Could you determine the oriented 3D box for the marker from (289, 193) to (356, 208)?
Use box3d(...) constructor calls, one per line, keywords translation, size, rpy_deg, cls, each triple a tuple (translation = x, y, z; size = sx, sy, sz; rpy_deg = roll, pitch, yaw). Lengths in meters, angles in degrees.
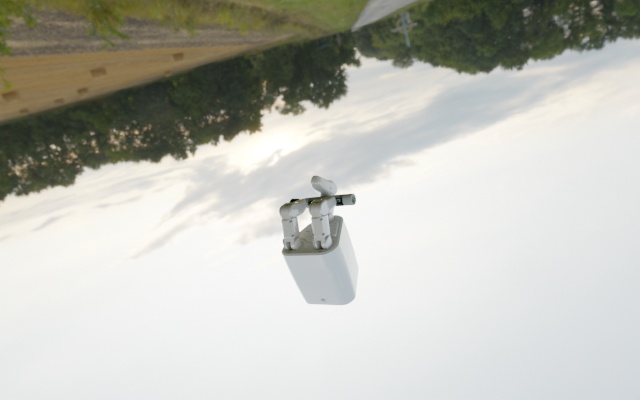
box3d(translation=(0.000, 0.002, 0.767), size=(0.121, 0.020, 0.020), rpy_deg=(-5, -3, 32), cls="marker")
